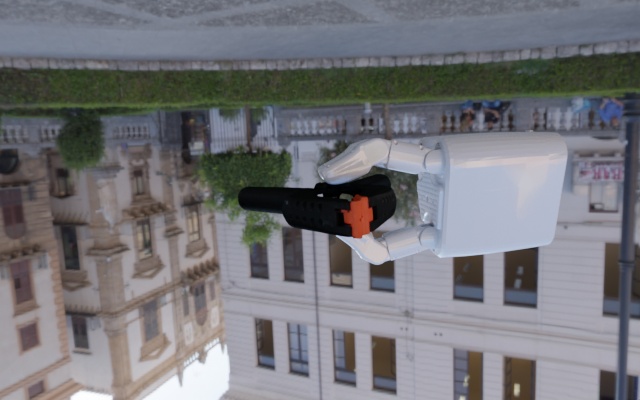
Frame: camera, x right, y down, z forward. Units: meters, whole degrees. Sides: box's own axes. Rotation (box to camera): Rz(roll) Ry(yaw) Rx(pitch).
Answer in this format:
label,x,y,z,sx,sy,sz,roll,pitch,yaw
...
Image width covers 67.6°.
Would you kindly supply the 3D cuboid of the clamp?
label,x,y,z,sx,sy,sz,roll,pitch,yaw
clamp,0.000,0.002,0.428,0.164,0.036,0.210,-6,8,-2
